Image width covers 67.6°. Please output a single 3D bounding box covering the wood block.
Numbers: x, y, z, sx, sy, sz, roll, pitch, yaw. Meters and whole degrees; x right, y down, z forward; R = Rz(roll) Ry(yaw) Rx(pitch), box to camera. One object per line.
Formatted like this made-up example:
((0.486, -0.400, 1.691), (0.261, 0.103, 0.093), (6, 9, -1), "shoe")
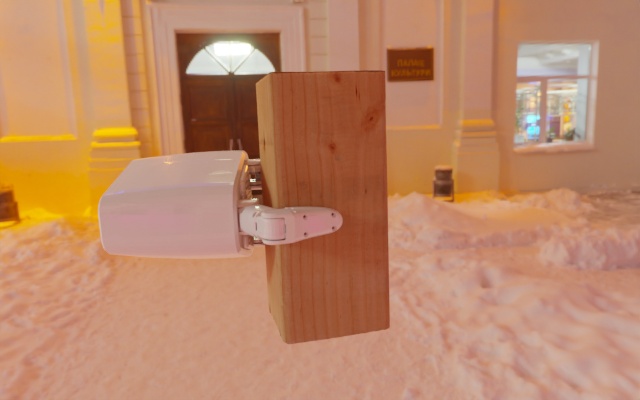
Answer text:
((0.000, 0.001, 0.404), (0.090, 0.206, 0.091), (-5, 9, -14), "wood block")
